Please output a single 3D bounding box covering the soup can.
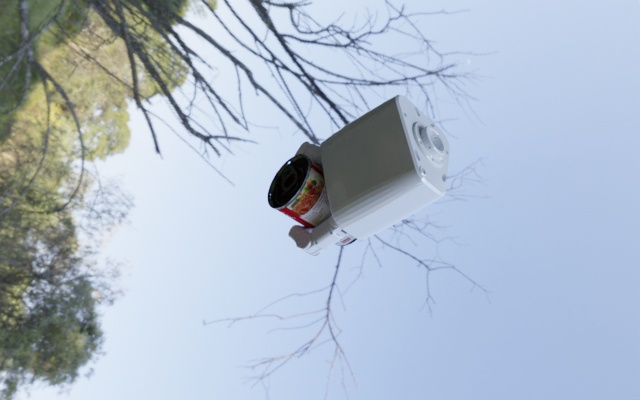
[{"bbox_3d":[0.000,0.002,0.545,0.102,0.068,0.068,33,-19,-32],"label":"soup can"}]
